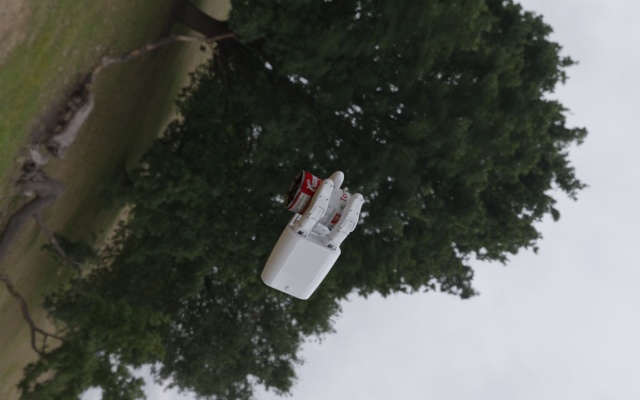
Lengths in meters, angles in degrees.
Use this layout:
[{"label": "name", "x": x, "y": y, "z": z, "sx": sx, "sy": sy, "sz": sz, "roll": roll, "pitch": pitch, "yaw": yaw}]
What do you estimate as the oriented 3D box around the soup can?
[{"label": "soup can", "x": 0.001, "y": 0.002, "z": 0.779, "sx": 0.102, "sy": 0.068, "sz": 0.068, "roll": 26, "pitch": -8, "yaw": -16}]
